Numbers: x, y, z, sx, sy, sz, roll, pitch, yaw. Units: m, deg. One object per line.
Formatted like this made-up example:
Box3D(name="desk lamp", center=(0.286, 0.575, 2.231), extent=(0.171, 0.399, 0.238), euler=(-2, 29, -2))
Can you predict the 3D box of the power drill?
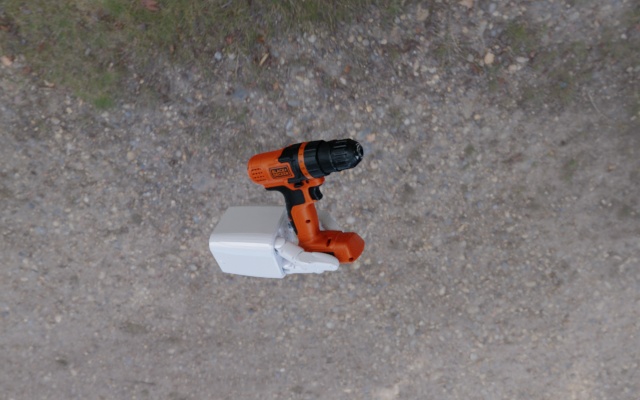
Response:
Box3D(name="power drill", center=(0.000, 0.003, 0.692), extent=(0.184, 0.188, 0.057), euler=(-5, 27, 34))
